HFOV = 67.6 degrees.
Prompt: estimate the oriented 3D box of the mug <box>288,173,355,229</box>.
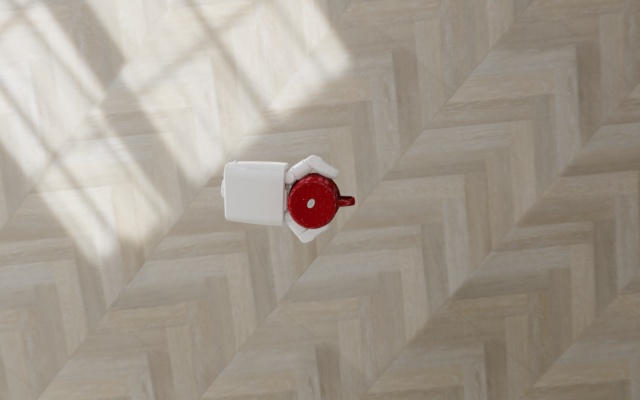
[{"bbox_3d":[0.002,0.003,0.806,0.117,0.093,0.081,2,8,2],"label":"mug"}]
